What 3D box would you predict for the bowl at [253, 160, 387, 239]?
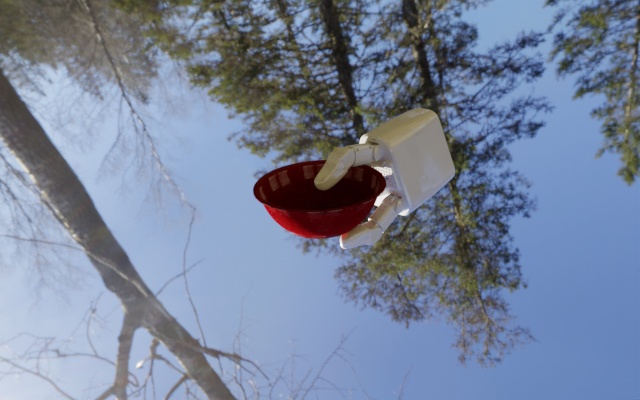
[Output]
[{"bbox_3d":[-0.001,0.003,0.591,0.162,0.055,0.162,-3,25,1],"label":"bowl"}]
